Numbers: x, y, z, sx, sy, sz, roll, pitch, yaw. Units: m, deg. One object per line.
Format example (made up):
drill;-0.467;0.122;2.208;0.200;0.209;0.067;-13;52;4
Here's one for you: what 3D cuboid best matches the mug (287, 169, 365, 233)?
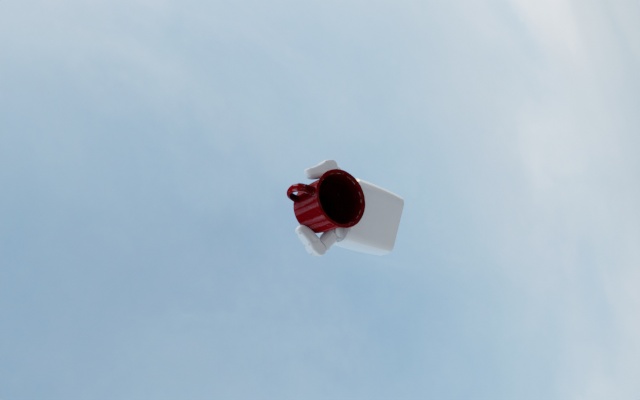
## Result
mug;-0.001;0.002;0.751;0.117;0.093;0.081;19;-24;-30
